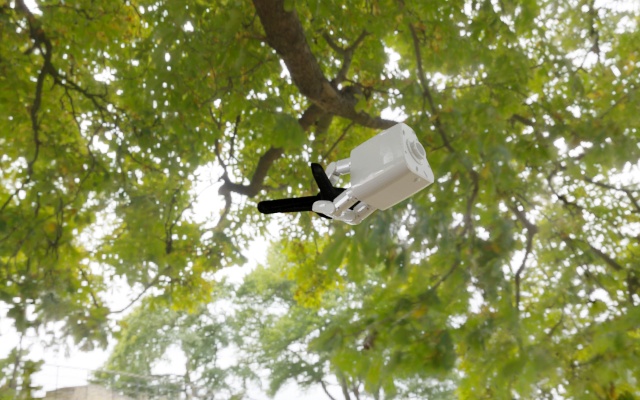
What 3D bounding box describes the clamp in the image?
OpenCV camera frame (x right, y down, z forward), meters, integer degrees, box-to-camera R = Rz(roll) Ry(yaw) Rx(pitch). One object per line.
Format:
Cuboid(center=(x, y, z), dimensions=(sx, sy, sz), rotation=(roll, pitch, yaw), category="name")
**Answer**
Cuboid(center=(0.001, 0.002, 0.880), dimensions=(0.164, 0.036, 0.210), rotation=(-28, -32, 34), category="clamp")
